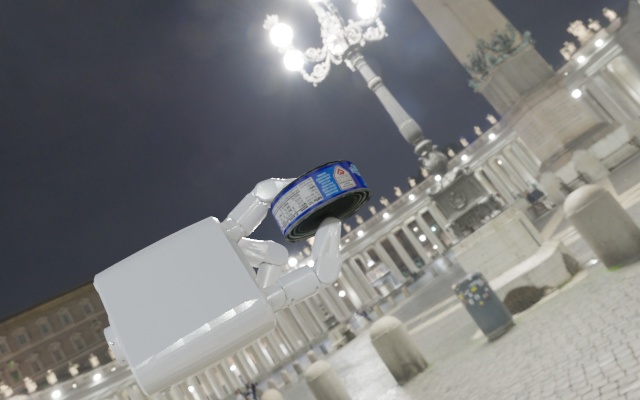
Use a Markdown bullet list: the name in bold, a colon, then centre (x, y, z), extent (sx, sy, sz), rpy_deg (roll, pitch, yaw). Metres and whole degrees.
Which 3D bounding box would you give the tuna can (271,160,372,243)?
- **tuna can**: centre (0.000, 0.001, 0.420), extent (0.086, 0.033, 0.086), rpy_deg (-27, -16, -8)
